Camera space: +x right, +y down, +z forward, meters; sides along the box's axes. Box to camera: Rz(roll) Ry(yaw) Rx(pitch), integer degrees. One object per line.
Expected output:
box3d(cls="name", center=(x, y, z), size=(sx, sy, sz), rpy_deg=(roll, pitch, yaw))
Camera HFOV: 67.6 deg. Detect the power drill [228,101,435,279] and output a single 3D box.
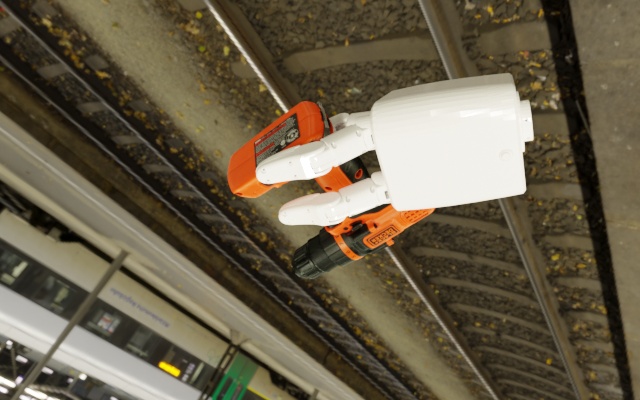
box3d(cls="power drill", center=(0.000, 0.001, 0.478), size=(0.184, 0.057, 0.188), rpy_deg=(-35, -46, 21))
